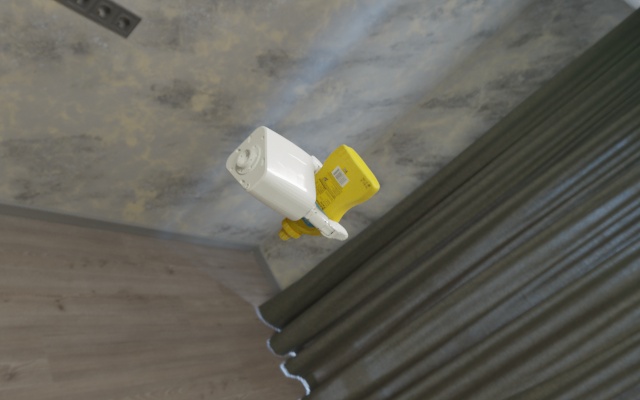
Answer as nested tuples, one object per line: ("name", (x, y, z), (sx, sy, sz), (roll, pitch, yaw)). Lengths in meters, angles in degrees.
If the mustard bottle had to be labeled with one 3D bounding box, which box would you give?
("mustard bottle", (0.001, 0.003, 0.802), (0.192, 0.096, 0.058), (-42, -22, 17))
